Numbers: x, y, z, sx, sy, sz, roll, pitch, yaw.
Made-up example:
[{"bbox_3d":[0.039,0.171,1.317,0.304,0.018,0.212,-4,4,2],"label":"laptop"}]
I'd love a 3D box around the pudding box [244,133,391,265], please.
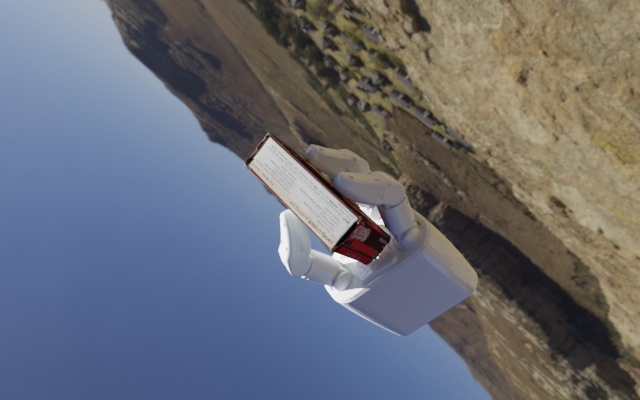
[{"bbox_3d":[0.000,0.001,0.402,0.113,0.039,0.090,41,3,26],"label":"pudding box"}]
